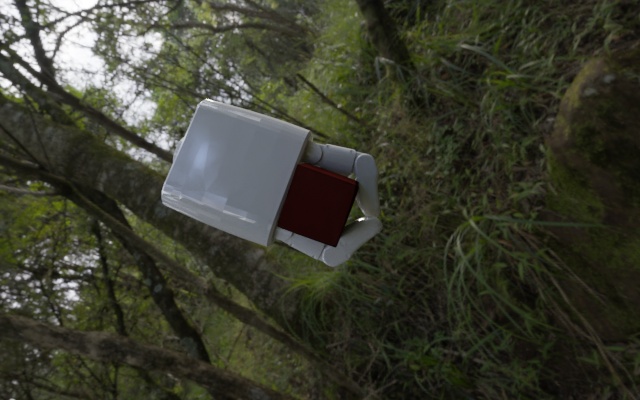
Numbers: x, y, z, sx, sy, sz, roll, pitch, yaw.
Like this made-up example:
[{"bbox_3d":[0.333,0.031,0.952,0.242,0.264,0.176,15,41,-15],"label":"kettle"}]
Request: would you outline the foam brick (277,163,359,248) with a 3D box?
[{"bbox_3d":[0.000,0.001,0.403,0.051,0.053,0.078,20,6,2],"label":"foam brick"}]
